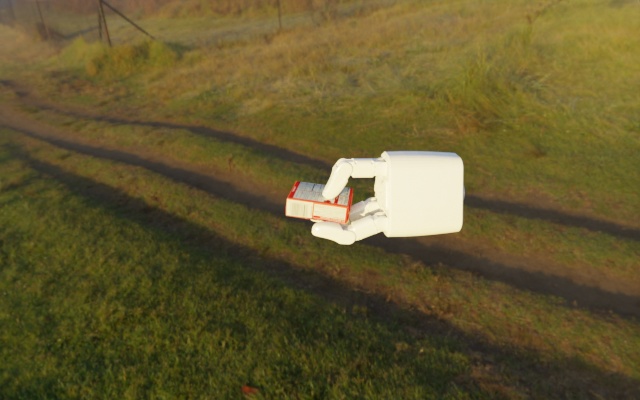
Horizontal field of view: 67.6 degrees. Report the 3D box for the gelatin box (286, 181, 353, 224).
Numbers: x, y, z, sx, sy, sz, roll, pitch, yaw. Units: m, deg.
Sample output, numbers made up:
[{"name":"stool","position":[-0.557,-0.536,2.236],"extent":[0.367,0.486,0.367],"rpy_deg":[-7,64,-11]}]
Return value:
[{"name":"gelatin box","position":[0.000,0.002,0.686],"extent":[0.089,0.030,0.073],"rpy_deg":[8,23,4]}]
